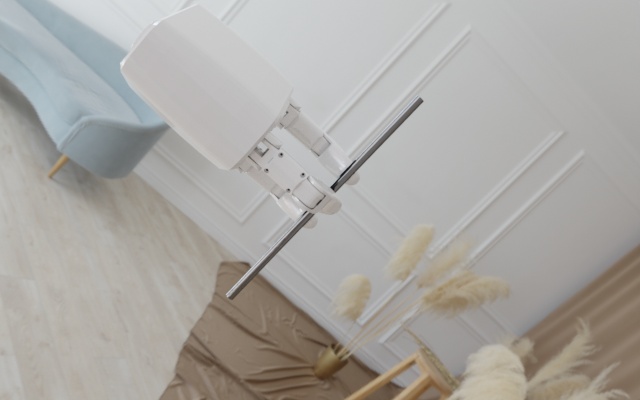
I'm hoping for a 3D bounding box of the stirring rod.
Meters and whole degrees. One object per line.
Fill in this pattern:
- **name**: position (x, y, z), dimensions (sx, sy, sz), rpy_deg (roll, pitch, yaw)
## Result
- **stirring rod**: position (0.000, 0.001, 0.413), dimensions (0.011, 0.239, 0.011), rpy_deg (42, 9, -9)
